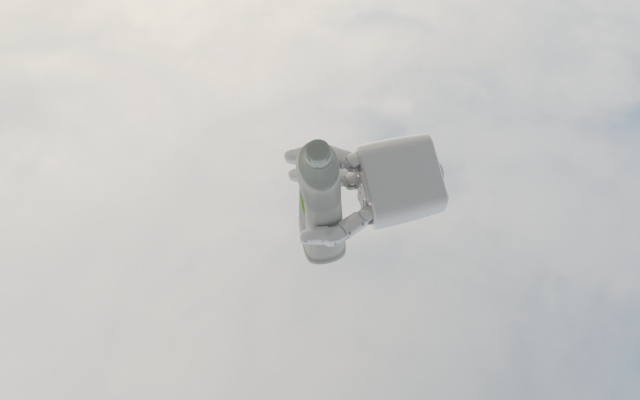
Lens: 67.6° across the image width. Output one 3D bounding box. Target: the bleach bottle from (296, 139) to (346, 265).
[{"bbox_3d":[0.000,0.002,0.659,0.068,0.102,0.251,-12,-25,-5],"label":"bleach bottle"}]
